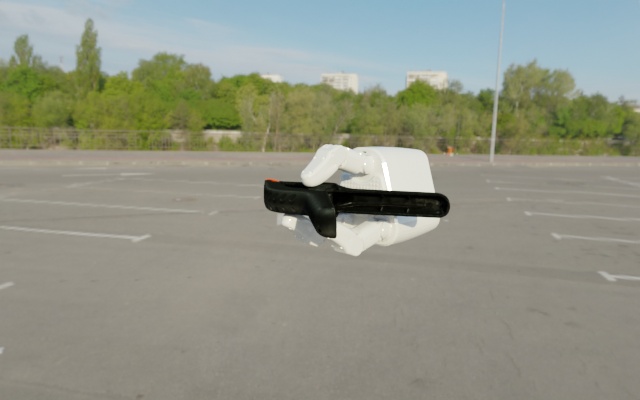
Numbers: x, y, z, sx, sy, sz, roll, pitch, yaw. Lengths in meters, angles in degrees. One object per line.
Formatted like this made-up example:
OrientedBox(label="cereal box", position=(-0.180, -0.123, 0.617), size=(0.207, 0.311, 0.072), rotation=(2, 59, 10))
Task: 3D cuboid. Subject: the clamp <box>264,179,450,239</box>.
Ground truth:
OrientedBox(label="clamp", position=(0.000, 0.001, 0.486), size=(0.210, 0.036, 0.164), rotation=(9, 11, 42))
